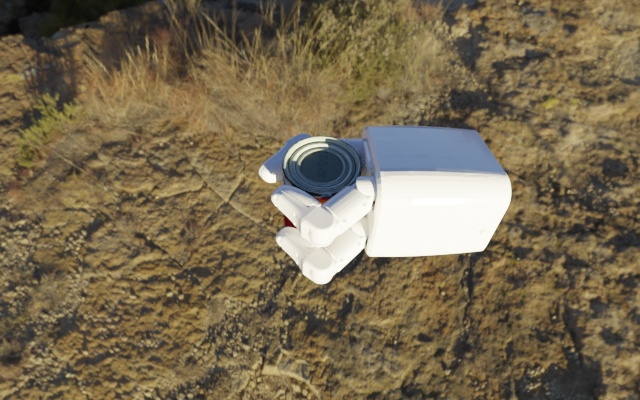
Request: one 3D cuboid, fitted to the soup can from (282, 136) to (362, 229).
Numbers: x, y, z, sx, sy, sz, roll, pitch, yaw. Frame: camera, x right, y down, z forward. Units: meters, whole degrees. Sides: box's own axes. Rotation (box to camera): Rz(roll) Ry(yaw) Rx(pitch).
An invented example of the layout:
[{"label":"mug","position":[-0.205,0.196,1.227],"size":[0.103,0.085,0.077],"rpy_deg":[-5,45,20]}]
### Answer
[{"label":"soup can","position":[0.000,0.001,0.429],"size":[0.068,0.068,0.102],"rpy_deg":[0,-38,-2]}]
